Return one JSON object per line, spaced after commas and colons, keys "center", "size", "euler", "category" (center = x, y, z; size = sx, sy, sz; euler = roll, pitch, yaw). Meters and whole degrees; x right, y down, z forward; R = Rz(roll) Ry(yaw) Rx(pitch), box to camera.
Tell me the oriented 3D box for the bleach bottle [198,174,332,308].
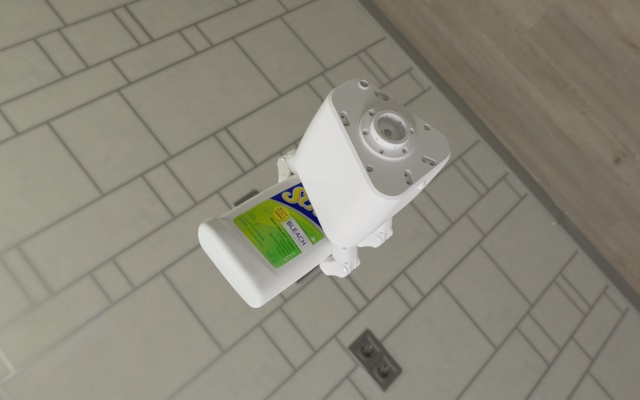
{"center": [0.000, 0.002, 0.520], "size": [0.250, 0.102, 0.068], "euler": [-36, -10, -28], "category": "bleach bottle"}
